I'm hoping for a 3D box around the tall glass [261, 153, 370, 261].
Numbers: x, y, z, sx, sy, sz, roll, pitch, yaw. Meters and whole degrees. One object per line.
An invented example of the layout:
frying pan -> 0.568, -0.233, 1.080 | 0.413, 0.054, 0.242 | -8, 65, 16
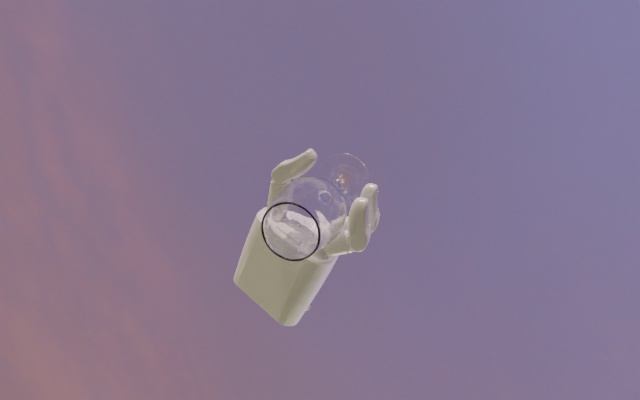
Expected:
tall glass -> 0.000, 0.001, 0.554 | 0.079, 0.079, 0.201 | 0, 17, 18
